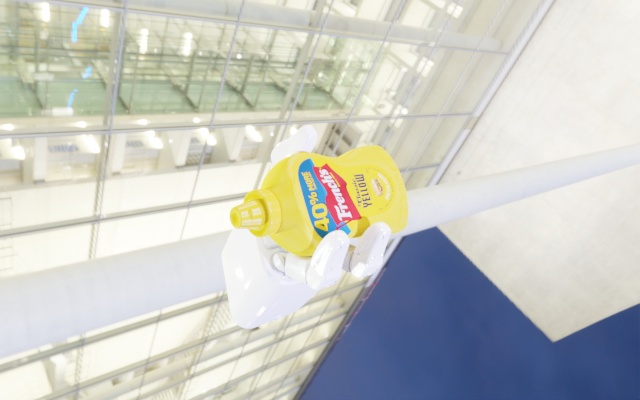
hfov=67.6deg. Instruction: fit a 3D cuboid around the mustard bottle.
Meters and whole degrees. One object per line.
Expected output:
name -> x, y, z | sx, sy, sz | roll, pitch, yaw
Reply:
mustard bottle -> 0.000, 0.001, 0.450 | 0.191, 0.096, 0.058 | -10, -8, -41
